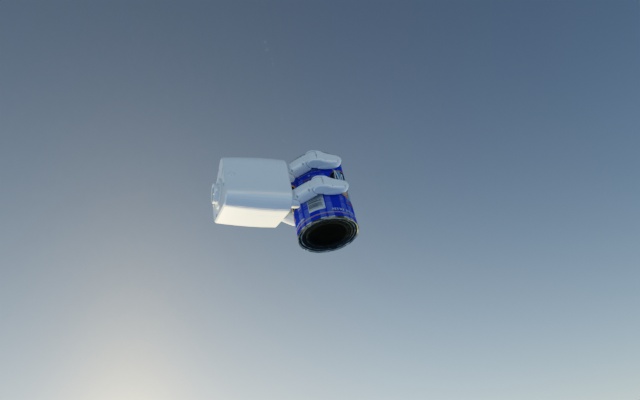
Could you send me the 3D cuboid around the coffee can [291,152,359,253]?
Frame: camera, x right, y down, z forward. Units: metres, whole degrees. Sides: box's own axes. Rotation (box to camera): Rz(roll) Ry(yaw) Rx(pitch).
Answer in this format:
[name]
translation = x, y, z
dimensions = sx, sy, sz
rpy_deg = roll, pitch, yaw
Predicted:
[coffee can]
translation = 0.000, 0.003, 0.810
dimensions = 0.103, 0.140, 0.103
rpy_deg = -9, -37, -7
